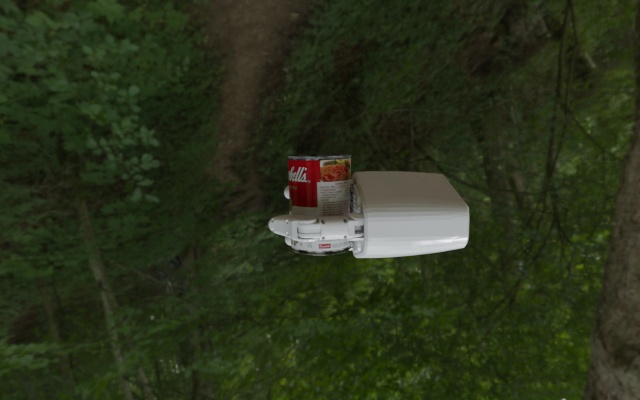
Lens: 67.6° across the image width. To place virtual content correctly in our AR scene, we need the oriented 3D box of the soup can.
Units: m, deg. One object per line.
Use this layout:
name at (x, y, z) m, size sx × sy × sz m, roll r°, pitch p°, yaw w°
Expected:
soup can at (0.000, 0.002, 0.515) m, size 0.068 × 0.102 × 0.068 m, roll -1°, pitch 8°, yaw 0°
